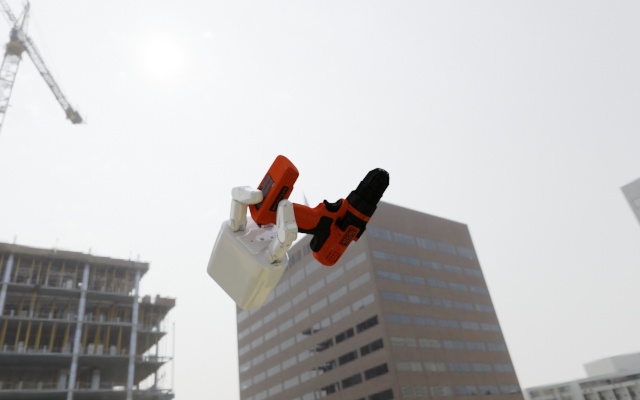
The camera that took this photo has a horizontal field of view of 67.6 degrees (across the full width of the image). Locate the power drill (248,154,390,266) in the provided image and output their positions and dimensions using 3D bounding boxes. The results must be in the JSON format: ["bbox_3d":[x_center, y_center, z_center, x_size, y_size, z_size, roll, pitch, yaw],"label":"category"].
[{"bbox_3d":[0.000,0.002,0.730,0.188,0.184,0.057,26,13,-32],"label":"power drill"}]
